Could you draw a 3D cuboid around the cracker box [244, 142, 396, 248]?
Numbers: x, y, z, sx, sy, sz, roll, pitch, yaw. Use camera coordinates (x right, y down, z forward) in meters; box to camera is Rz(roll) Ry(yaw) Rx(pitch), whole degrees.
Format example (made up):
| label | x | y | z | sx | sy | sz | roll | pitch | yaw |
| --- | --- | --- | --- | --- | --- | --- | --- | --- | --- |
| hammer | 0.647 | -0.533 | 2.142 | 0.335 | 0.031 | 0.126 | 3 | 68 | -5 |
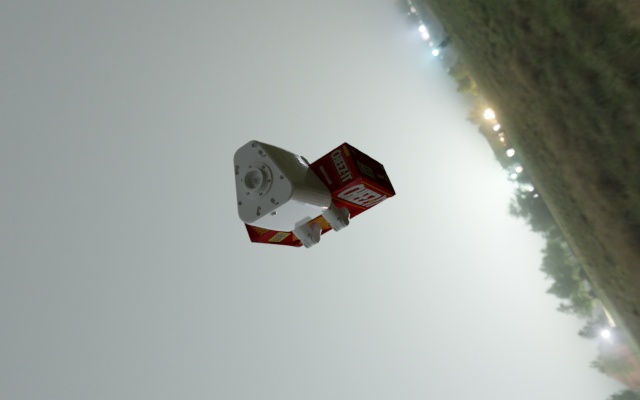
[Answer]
| label | x | y | z | sx | sy | sz | roll | pitch | yaw |
| --- | --- | --- | --- | --- | --- | --- | --- | --- | --- |
| cracker box | 0.000 | 0.003 | 0.800 | 0.214 | 0.072 | 0.164 | -30 | -20 | 21 |
